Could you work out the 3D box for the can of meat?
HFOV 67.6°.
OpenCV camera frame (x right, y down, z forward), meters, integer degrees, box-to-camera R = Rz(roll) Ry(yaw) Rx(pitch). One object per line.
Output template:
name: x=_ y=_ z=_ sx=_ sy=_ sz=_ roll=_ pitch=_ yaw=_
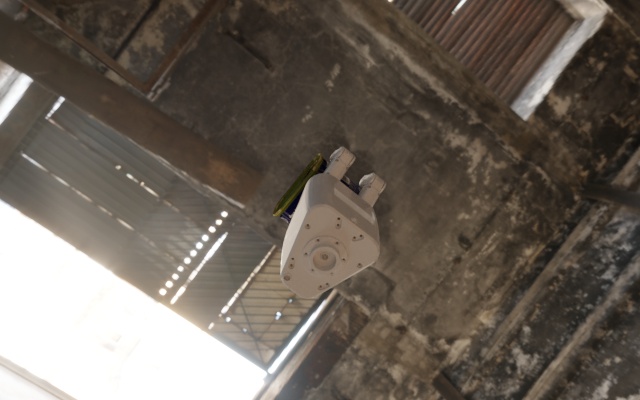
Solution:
can of meat: x=0.000 y=0.002 z=0.646 sx=0.084 sy=0.102 sz=0.057 roll=37 pitch=12 yaw=-11
